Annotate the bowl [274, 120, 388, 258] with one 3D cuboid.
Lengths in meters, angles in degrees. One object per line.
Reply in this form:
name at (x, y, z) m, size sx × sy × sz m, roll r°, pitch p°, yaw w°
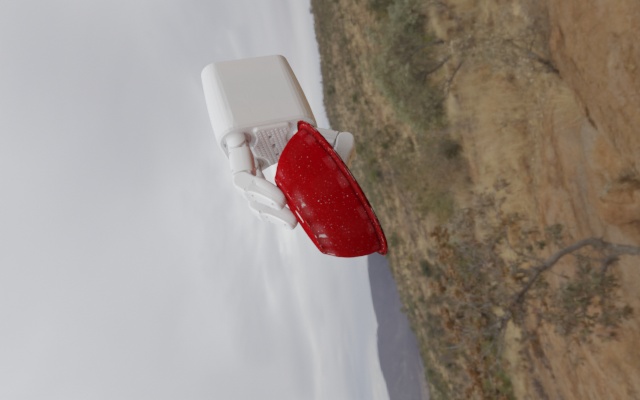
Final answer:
bowl at (0.000, 0.003, 0.485) m, size 0.055 × 0.162 × 0.162 m, roll -33°, pitch 5°, yaw -8°
